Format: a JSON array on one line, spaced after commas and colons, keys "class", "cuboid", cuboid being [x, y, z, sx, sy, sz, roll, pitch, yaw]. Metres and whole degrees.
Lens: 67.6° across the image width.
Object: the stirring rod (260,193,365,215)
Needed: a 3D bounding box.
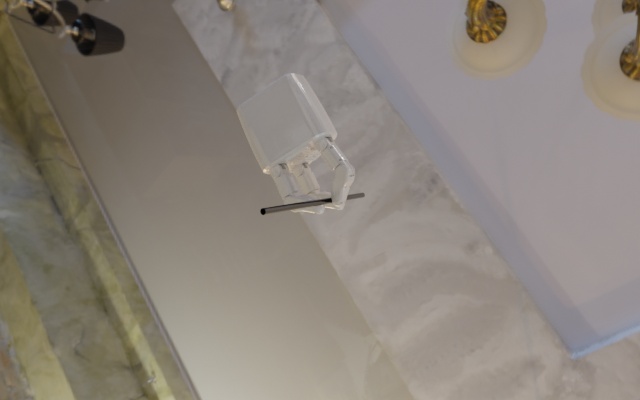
[{"class": "stirring rod", "cuboid": [0.000, 0.002, 0.641, 0.011, 0.011, 0.239, 0, 5, 33]}]
